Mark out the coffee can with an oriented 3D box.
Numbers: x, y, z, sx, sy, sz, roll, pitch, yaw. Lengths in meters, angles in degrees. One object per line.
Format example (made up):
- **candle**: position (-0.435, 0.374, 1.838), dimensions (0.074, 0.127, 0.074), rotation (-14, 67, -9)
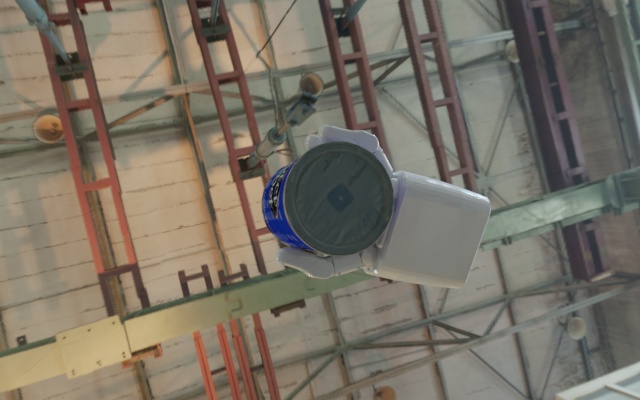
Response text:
- **coffee can**: position (0.000, 0.002, 0.489), dimensions (0.103, 0.103, 0.140), rotation (0, -3, -15)
